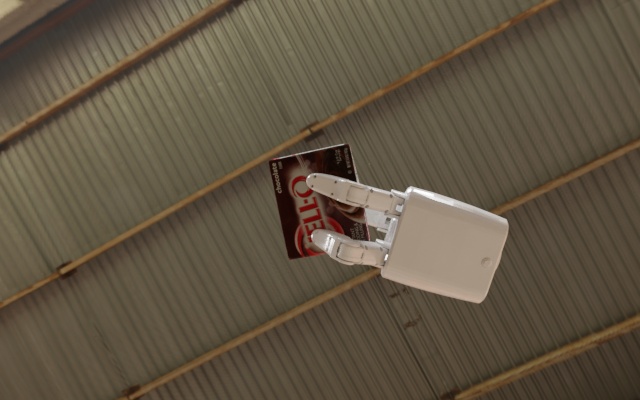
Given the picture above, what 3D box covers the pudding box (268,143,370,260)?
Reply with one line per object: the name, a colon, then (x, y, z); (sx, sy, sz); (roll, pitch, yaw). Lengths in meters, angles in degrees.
pudding box: (0.000, 0.002, 0.518); (0.090, 0.113, 0.039); (-11, 2, 9)
